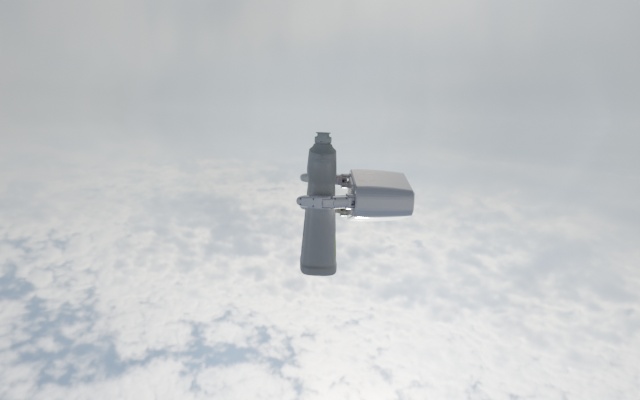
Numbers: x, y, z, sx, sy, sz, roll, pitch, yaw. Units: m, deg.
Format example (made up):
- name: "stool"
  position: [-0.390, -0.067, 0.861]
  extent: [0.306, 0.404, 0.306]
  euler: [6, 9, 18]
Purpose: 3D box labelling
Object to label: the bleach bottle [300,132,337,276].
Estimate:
- name: "bleach bottle"
  position: [0.000, 0.003, 0.870]
  extent: [0.068, 0.251, 0.102]
  euler: [2, 11, -3]
